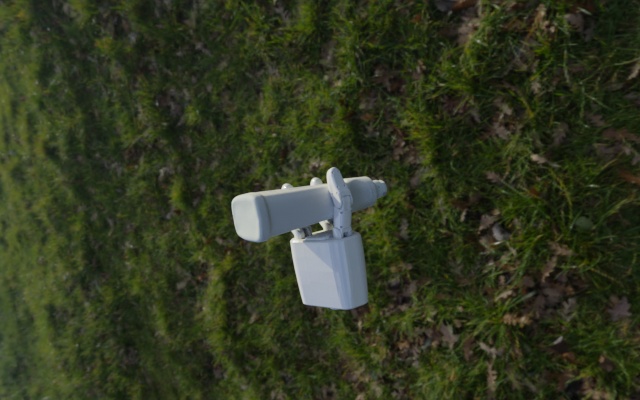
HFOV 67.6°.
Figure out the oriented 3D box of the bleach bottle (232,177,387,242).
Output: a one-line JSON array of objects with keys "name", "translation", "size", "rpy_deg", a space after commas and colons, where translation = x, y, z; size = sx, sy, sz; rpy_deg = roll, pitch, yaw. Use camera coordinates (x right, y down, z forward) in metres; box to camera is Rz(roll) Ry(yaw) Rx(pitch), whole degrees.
[{"name": "bleach bottle", "translation": [0.000, 0.002, 0.724], "size": [0.251, 0.068, 0.102], "rpy_deg": [-12, 6, -30]}]
